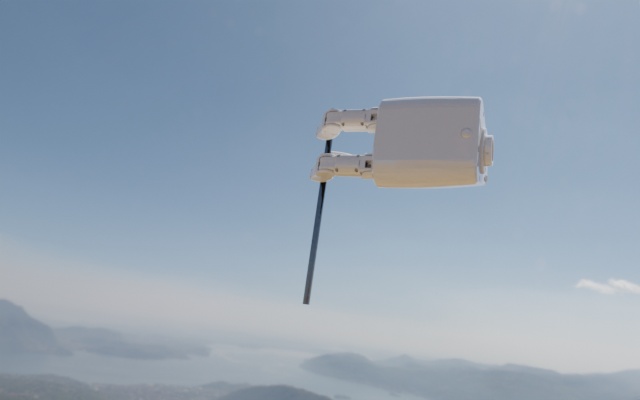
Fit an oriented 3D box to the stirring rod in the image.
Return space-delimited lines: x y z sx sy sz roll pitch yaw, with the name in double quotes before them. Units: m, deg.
"stirring rod" 0.000 0.002 0.568 0.011 0.239 0.011 8 -14 2
